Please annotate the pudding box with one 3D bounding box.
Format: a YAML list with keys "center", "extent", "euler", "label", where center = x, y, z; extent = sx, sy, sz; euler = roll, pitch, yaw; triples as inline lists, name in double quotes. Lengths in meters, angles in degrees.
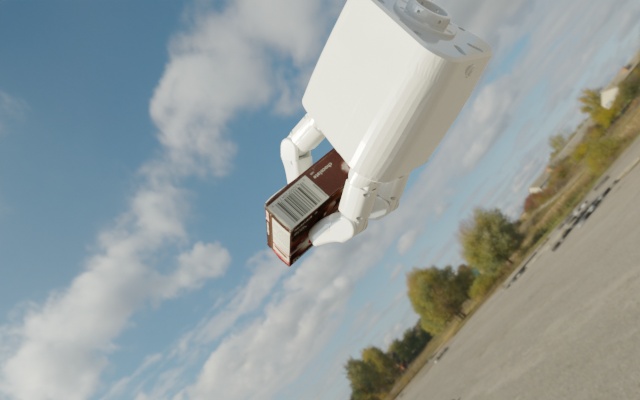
- center: [0.000, 0.001, 0.452]
  extent: [0.113, 0.039, 0.090]
  euler: [-39, -19, -21]
  label: "pudding box"
